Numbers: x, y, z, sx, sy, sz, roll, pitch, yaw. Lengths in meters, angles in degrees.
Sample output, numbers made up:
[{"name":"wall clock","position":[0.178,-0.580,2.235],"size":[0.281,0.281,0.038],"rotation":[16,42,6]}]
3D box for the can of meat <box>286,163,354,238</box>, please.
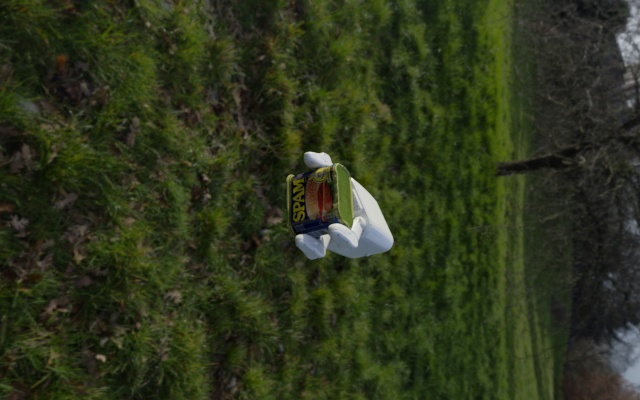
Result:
[{"name":"can of meat","position":[0.000,0.002,0.701],"size":[0.084,0.102,0.057],"rotation":[-15,-29,25]}]
